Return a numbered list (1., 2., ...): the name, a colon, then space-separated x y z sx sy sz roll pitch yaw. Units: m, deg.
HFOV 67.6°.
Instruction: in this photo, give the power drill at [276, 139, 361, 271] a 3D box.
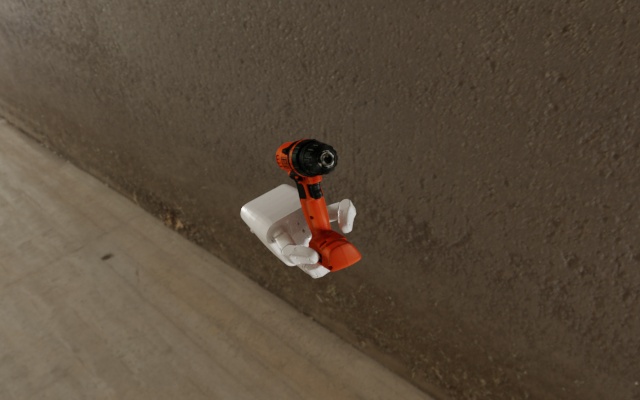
1. power drill: 0.000 0.003 0.684 0.057 0.188 0.184 -20 13 -14
